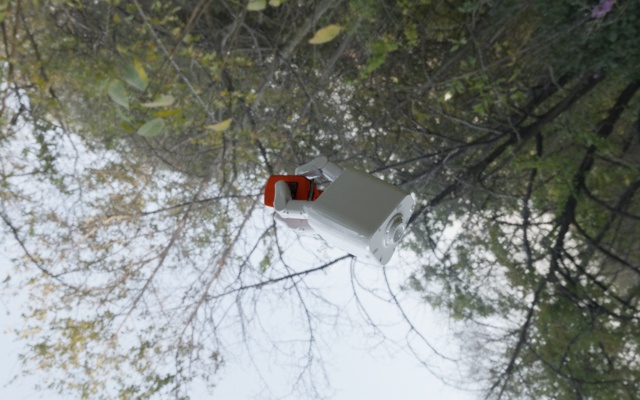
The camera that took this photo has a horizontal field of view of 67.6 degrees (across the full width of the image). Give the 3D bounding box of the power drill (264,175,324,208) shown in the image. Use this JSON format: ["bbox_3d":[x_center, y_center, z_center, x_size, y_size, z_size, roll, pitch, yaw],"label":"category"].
[{"bbox_3d":[0.000,0.003,0.813,0.188,0.057,0.184,13,-6,-40],"label":"power drill"}]
